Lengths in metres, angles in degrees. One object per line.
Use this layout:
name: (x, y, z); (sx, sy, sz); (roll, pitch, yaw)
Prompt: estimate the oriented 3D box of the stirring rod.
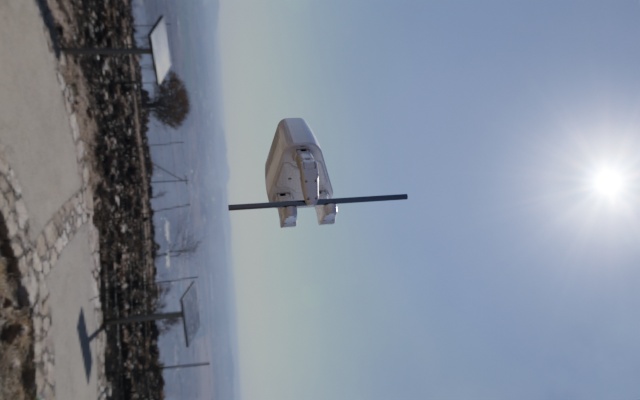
stirring rod: (0.000, 0.002, 0.633); (0.239, 0.011, 0.011); (-4, 1, -10)
